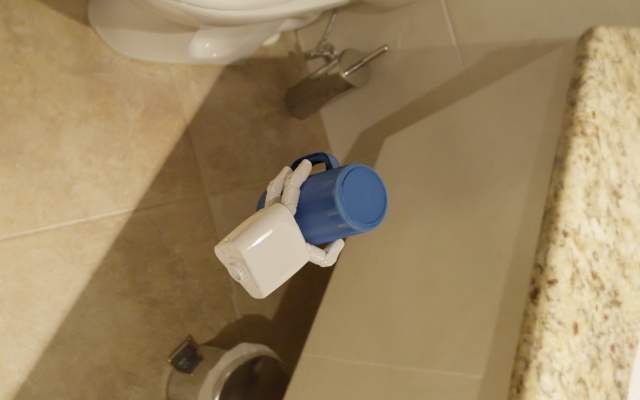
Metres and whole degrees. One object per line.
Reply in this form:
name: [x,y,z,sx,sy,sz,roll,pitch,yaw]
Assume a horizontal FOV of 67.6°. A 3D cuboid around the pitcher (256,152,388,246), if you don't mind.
pitcher: [0.000,0.003,0.822,0.145,0.149,0.243,-40,13,-34]
